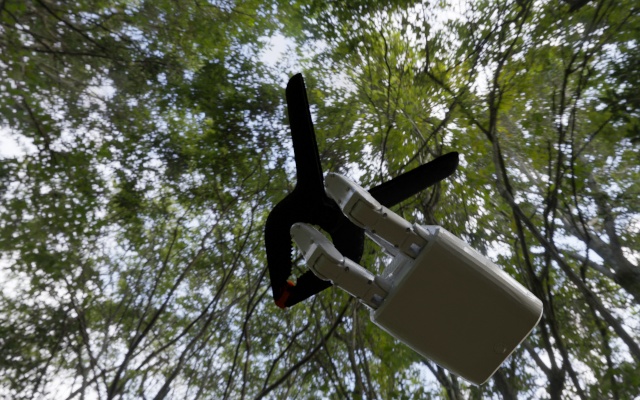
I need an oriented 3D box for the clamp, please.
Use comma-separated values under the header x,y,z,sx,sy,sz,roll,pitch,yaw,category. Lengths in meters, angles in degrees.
x,y,z,sx,sy,sz,roll,pitch,yaw,category
0.000,0.002,0.439,0.164,0.210,0.036,34,14,1,clamp
